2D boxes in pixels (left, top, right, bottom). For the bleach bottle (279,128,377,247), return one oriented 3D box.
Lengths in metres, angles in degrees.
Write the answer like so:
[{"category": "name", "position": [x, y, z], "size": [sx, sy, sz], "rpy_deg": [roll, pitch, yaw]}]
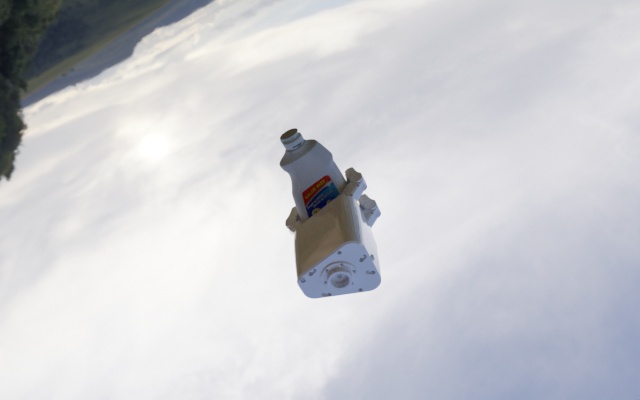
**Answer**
[{"category": "bleach bottle", "position": [0.000, 0.002, 0.745], "size": [0.102, 0.251, 0.068], "rpy_deg": [-23, 31, 11]}]
